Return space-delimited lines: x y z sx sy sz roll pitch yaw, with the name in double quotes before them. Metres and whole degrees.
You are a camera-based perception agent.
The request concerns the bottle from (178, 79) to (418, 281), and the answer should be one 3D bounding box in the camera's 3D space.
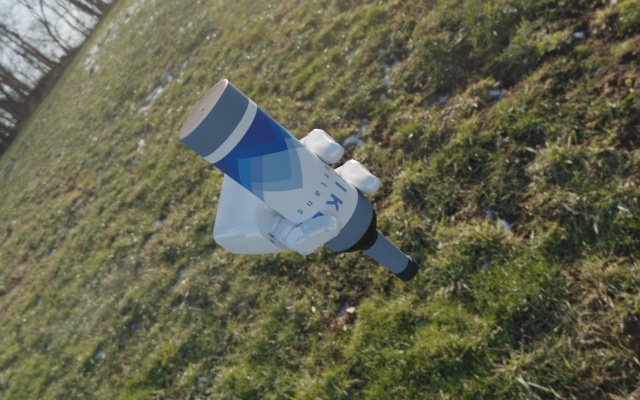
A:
"bottle" 0.000 0.001 0.480 0.296 0.069 0.069 38 -21 -28
